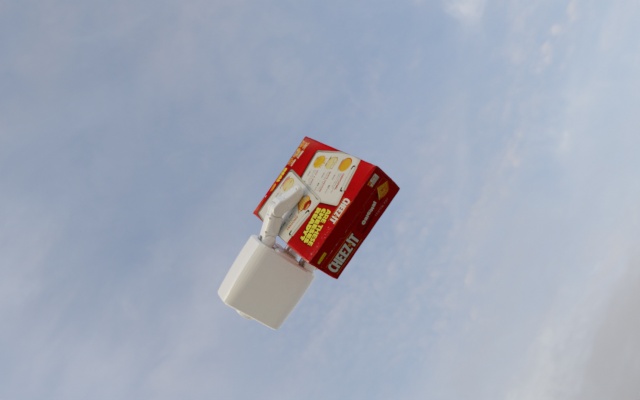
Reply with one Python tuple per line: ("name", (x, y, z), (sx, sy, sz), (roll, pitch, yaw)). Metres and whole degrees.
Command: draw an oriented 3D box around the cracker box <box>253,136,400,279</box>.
("cracker box", (0.000, 0.002, 0.748), (0.072, 0.164, 0.213), (36, -2, -35))
